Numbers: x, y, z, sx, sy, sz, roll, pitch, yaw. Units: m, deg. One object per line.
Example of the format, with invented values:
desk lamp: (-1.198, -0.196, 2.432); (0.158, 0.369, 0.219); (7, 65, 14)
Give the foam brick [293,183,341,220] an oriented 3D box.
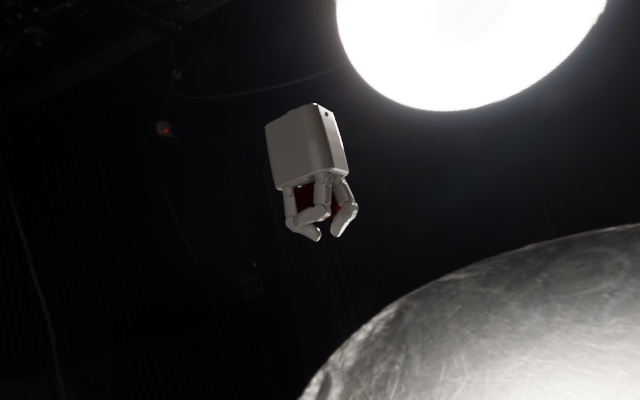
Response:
foam brick: (0.000, 0.003, 0.761); (0.053, 0.051, 0.078); (-14, -8, 22)
